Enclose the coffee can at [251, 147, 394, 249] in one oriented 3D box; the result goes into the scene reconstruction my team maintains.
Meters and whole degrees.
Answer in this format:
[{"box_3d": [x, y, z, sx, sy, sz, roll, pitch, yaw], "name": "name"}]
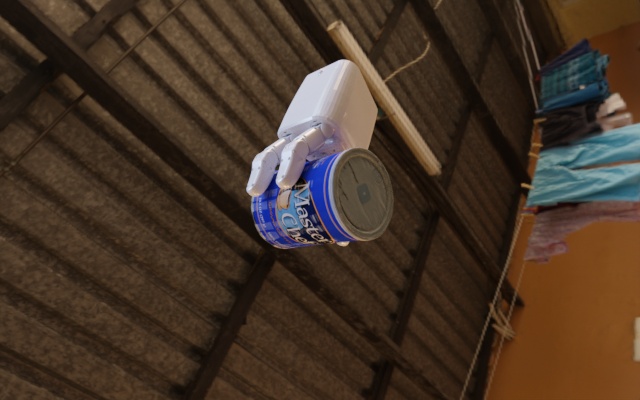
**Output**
[{"box_3d": [0.000, 0.002, 0.569, 0.103, 0.103, 0.140, 0, -8, -45], "name": "coffee can"}]
